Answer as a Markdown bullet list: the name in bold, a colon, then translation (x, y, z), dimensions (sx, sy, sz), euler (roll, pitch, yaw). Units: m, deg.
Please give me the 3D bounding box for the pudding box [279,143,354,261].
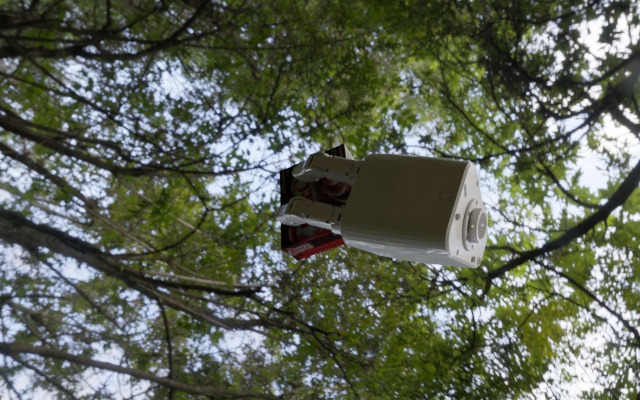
- **pudding box**: translation (0.000, 0.002, 0.538), dimensions (0.090, 0.113, 0.039), euler (-21, -41, 21)
